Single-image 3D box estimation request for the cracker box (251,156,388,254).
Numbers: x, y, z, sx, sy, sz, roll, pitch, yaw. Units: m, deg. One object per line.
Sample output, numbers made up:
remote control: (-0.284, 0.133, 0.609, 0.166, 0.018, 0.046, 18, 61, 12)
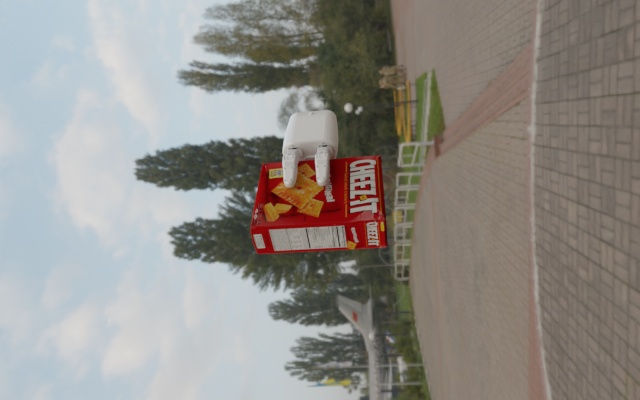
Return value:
cracker box: (0.000, 0.003, 0.801, 0.214, 0.072, 0.164, -4, 43, 7)
